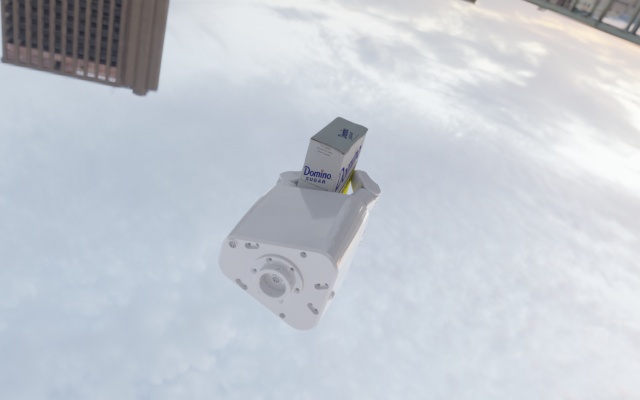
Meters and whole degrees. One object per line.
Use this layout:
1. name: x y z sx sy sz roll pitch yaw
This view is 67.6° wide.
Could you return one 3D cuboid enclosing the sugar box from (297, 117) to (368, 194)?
1. sugar box: 0.001 0.002 0.543 0.048 0.176 0.093 25 30 9
